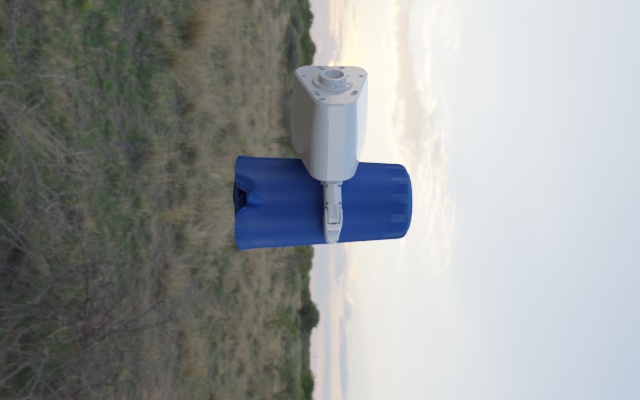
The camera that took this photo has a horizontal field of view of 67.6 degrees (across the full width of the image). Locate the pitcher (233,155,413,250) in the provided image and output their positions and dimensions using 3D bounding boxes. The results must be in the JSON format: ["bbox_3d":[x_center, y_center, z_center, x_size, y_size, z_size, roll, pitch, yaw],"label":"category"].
[{"bbox_3d":[0.000,0.002,0.686,0.243,0.145,0.149,0,40,-2],"label":"pitcher"}]
